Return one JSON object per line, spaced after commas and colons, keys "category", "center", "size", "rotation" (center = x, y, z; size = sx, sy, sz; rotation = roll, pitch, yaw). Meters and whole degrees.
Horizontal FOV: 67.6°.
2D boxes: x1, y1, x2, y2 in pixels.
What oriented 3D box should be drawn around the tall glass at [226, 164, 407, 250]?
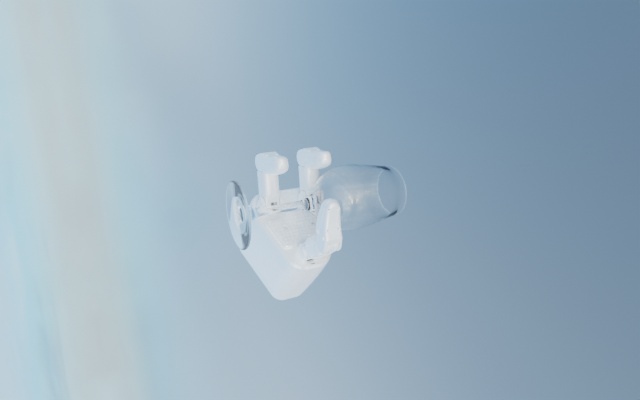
{"category": "tall glass", "center": [0.000, 0.002, 0.546], "size": [0.201, 0.079, 0.079], "rotation": [-9, 4, -27]}
